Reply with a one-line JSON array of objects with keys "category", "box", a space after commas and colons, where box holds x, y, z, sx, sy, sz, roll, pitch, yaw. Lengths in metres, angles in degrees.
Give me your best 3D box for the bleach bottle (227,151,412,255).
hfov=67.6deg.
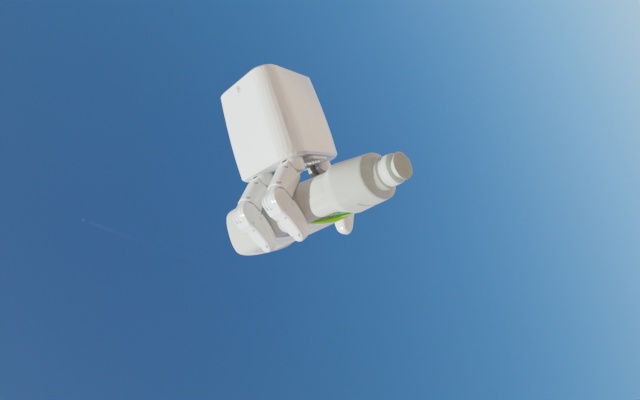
[{"category": "bleach bottle", "box": [0.000, 0.002, 0.542, 0.102, 0.068, 0.251, -11, -9, -46]}]
